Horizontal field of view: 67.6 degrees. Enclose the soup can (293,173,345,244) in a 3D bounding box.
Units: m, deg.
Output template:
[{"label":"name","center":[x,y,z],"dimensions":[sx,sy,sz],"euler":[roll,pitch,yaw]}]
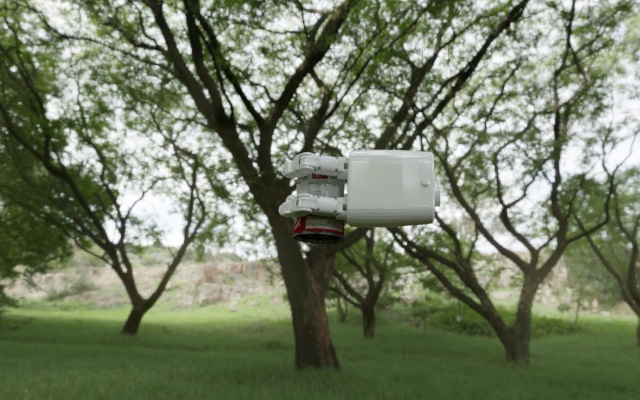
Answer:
[{"label":"soup can","center":[0.000,0.002,0.641],"dimensions":[0.068,0.102,0.068],"euler":[3,-16,1]}]
